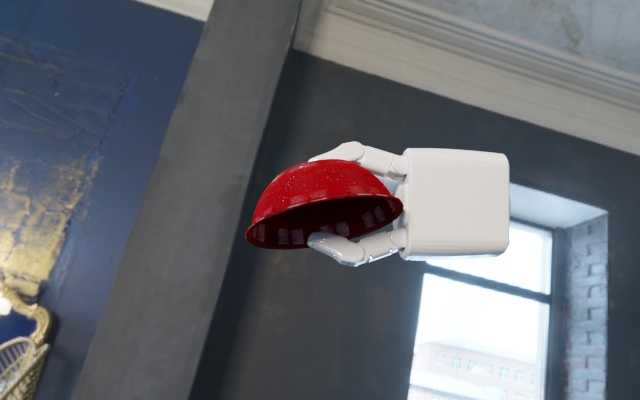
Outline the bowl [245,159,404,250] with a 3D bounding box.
[{"bbox_3d":[-0.001,0.001,0.489,0.162,0.055,0.162,-11,-19,-4],"label":"bowl"}]
